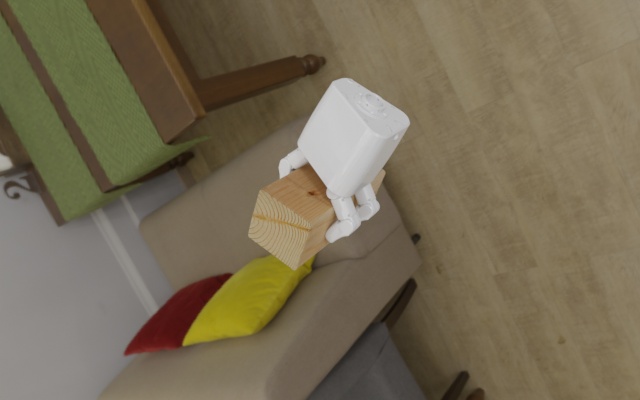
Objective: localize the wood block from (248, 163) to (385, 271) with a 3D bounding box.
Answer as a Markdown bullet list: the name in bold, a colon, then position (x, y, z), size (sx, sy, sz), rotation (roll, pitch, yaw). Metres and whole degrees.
- **wood block**: position (0.000, 0.002, 0.713), size (0.091, 0.090, 0.206), rotation (34, 38, 19)
